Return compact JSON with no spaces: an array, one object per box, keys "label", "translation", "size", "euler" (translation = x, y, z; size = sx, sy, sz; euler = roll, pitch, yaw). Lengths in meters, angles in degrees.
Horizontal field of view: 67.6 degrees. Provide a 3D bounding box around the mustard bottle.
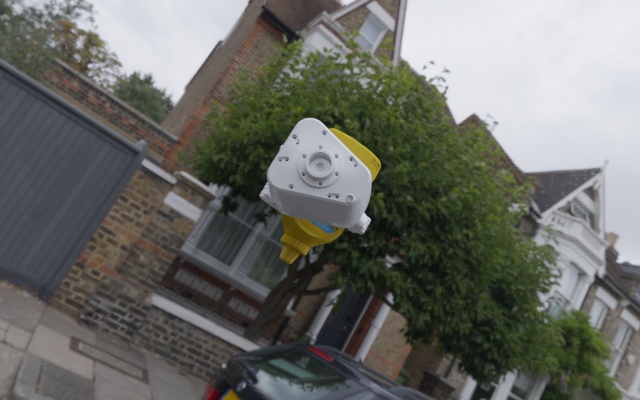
[{"label":"mustard bottle","translation":[0.000,0.002,0.666],"size":[0.096,0.191,0.058],"euler":[34,-12,-15]}]
